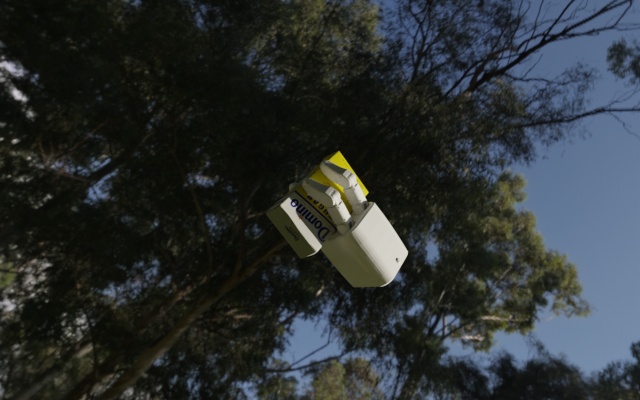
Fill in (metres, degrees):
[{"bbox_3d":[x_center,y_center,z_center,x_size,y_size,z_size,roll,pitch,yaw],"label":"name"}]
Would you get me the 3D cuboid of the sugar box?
[{"bbox_3d":[0.001,0.002,0.766,0.048,0.093,0.176,-28,14,43],"label":"sugar box"}]
